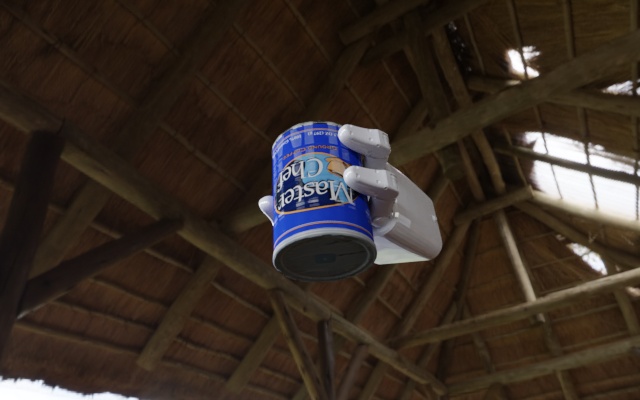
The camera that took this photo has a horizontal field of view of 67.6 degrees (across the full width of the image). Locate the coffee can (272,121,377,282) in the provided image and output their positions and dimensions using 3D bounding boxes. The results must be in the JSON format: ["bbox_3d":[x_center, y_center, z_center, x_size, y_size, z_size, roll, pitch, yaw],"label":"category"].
[{"bbox_3d":[0.000,0.002,0.507,0.103,0.140,0.103,-3,-34,-2],"label":"coffee can"}]
